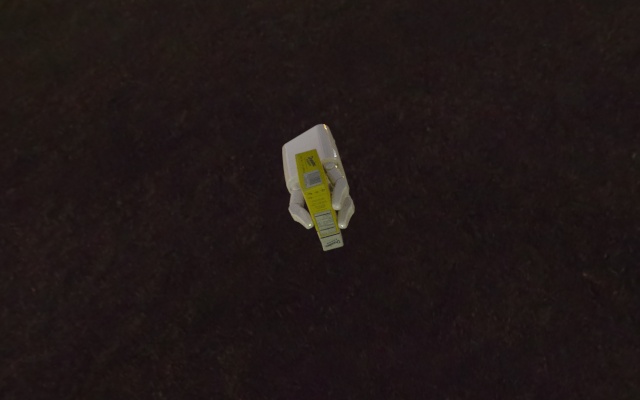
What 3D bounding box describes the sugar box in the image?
[{"bbox_3d":[0.001,0.002,0.863,0.048,0.093,0.176,-17,-41,5],"label":"sugar box"}]
